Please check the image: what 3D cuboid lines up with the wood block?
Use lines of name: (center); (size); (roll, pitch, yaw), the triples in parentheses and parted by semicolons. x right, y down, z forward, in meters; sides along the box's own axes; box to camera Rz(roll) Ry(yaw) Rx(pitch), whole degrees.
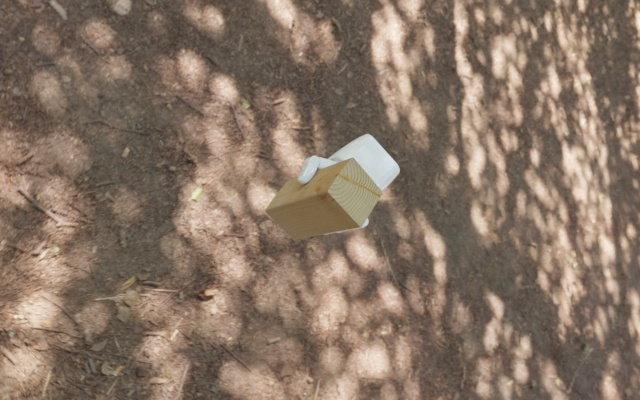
wood block: (0.000, 0.002, 0.884); (0.206, 0.091, 0.090); (-17, 31, 52)
